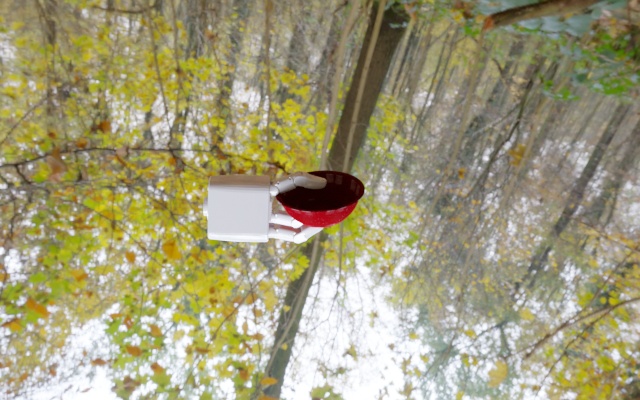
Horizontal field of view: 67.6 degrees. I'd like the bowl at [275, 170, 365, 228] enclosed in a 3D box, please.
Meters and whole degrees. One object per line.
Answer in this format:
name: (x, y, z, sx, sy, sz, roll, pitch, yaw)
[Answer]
bowl: (0.001, 0.003, 0.866, 0.162, 0.055, 0.162, -3, 28, 2)
